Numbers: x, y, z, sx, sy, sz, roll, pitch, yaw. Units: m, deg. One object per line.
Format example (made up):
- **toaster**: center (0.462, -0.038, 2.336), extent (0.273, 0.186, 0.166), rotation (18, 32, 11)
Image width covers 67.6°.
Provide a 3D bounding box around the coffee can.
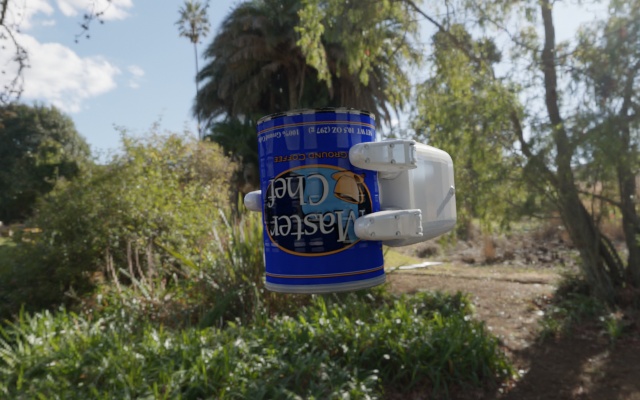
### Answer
- **coffee can**: center (0.000, 0.001, 0.408), extent (0.103, 0.140, 0.103), rotation (-4, -1, 0)
